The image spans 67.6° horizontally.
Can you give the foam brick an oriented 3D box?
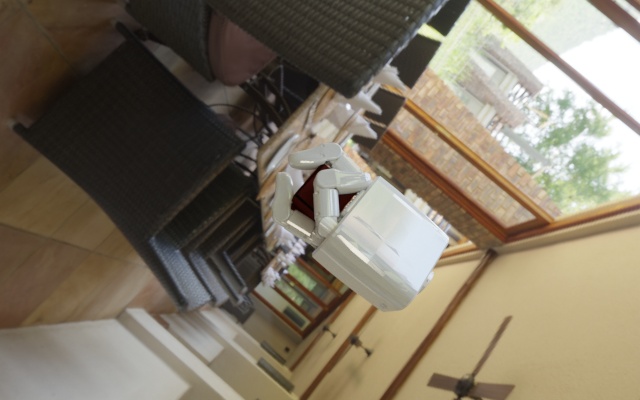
[{"bbox_3d":[0.000,0.002,0.554,0.051,0.053,0.078,40,-16,2],"label":"foam brick"}]
